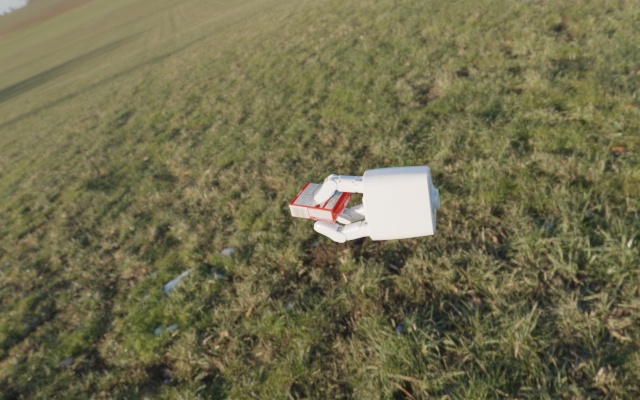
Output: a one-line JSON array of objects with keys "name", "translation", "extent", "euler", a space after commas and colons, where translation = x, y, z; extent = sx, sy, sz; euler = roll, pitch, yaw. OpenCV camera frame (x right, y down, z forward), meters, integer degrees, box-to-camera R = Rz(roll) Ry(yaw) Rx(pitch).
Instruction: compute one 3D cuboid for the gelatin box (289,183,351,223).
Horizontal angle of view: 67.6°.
[{"name": "gelatin box", "translation": [0.000, 0.002, 0.856], "extent": [0.089, 0.030, 0.073], "euler": [8, 39, 26]}]
